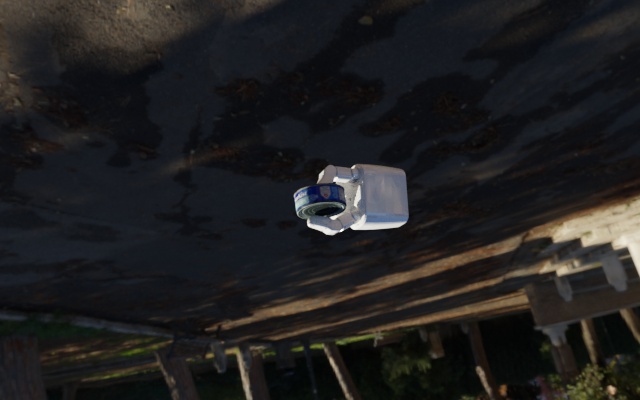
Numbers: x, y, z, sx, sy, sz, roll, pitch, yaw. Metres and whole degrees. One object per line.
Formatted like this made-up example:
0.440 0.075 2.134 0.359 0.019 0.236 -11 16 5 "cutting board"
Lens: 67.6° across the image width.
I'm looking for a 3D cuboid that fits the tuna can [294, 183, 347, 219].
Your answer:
0.000 0.003 0.797 0.086 0.033 0.086 -7 -20 -3 "tuna can"
